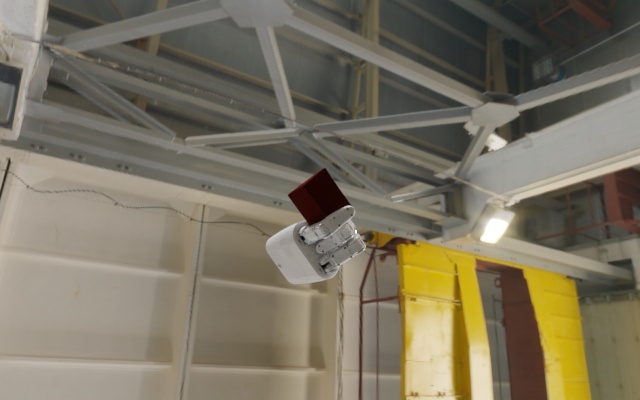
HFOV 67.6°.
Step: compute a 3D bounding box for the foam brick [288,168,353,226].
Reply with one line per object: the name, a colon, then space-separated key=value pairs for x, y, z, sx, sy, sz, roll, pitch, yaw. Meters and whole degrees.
foam brick: x=0.000 y=0.002 z=0.712 sx=0.053 sy=0.078 sz=0.051 roll=-39 pitch=8 yaw=-34
